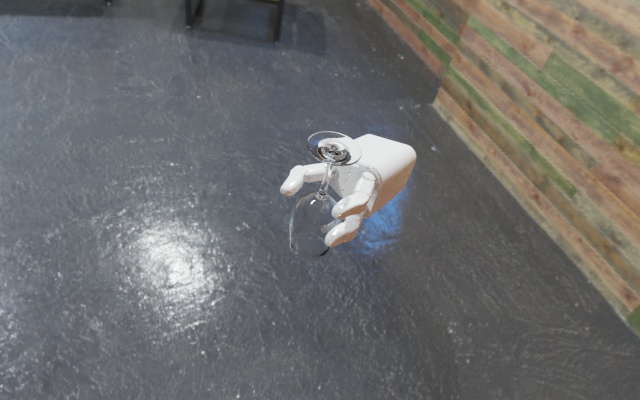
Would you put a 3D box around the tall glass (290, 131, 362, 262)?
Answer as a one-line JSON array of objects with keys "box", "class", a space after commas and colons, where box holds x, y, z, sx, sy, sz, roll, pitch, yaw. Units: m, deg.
[{"box": [0.000, 0.002, 0.695, 0.079, 0.201, 0.079, 8, 42, -7], "class": "tall glass"}]
